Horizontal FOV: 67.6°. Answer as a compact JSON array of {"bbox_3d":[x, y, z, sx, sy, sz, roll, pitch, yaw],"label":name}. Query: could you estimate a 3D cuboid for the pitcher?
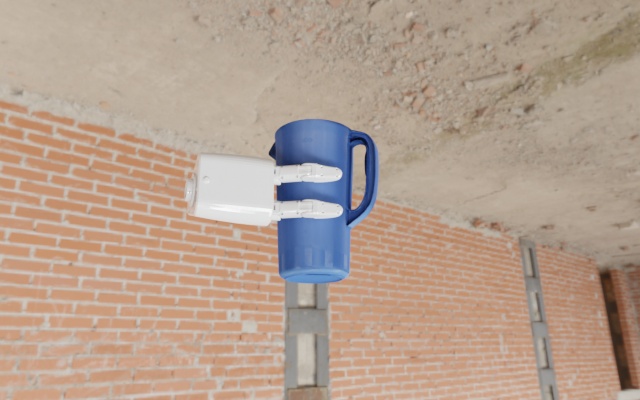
[{"bbox_3d":[0.000,0.002,0.752,0.145,0.242,0.149,7,-19,-23],"label":"pitcher"}]
